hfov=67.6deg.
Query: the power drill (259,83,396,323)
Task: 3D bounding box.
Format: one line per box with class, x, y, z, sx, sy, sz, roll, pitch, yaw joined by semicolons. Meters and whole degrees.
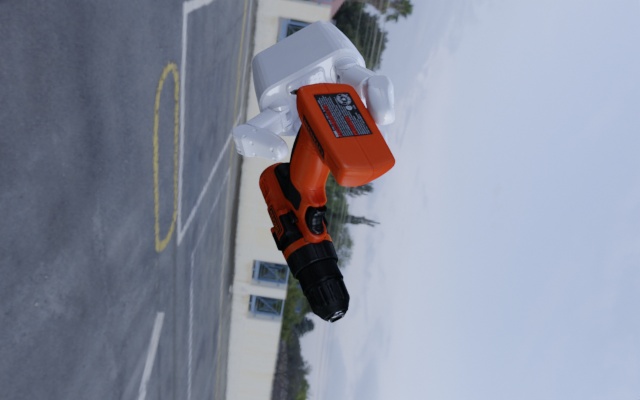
power drill;0.000;0.001;0.447;0.057;0.184;0.188;-11;-30;-28
